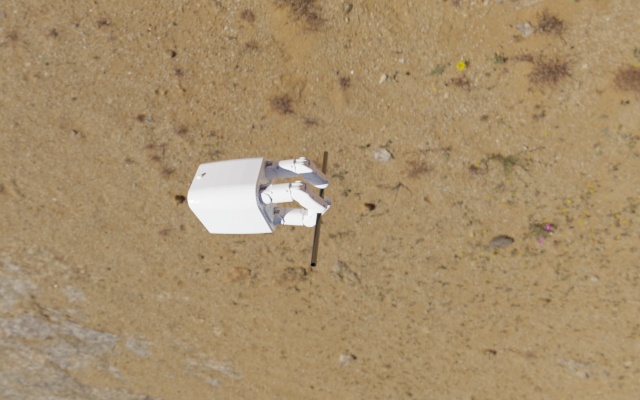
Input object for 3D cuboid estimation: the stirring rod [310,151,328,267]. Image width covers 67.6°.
[{"bbox_3d":[0.000,0.002,0.708,0.011,0.011,0.239,0,43,6],"label":"stirring rod"}]
